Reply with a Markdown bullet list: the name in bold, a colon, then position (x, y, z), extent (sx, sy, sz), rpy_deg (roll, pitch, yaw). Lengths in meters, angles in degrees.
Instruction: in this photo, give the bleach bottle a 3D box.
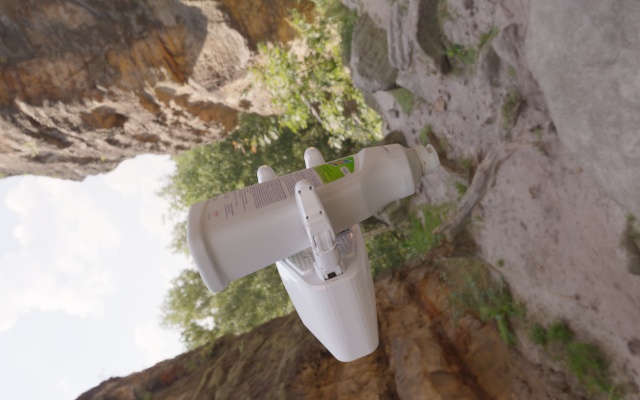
- **bleach bottle**: position (0.000, 0.001, 0.470), extent (0.251, 0.068, 0.102), rpy_deg (-20, 27, -5)
